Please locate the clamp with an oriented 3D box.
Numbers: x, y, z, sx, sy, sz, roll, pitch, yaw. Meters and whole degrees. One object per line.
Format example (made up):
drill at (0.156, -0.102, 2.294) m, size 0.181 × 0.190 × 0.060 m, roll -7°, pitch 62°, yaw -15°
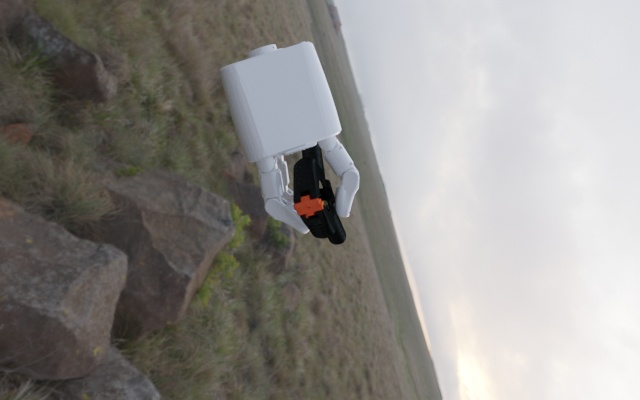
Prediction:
clamp at (0.001, 0.002, 0.580) m, size 0.036 × 0.164 × 0.210 m, roll -16°, pitch 13°, yaw 7°
